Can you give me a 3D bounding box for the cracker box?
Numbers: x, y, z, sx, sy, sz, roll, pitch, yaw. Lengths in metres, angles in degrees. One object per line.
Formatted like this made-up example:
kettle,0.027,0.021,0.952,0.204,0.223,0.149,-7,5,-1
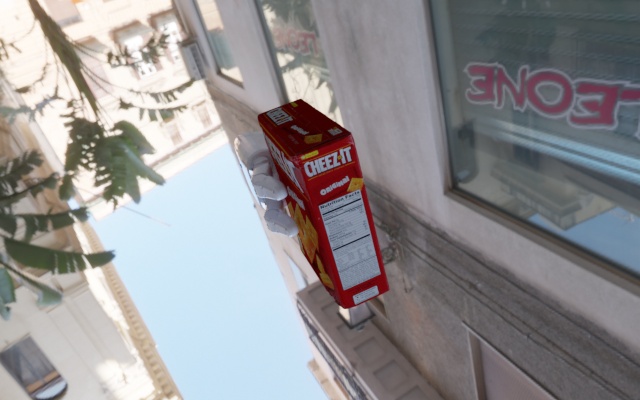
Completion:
cracker box,0.000,0.002,0.585,0.072,0.214,0.164,-23,30,-11
